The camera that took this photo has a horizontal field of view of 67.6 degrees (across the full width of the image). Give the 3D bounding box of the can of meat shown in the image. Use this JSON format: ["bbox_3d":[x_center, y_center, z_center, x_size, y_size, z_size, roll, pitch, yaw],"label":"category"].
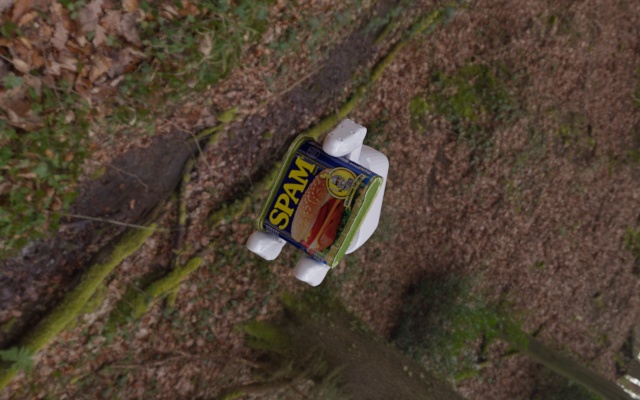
[{"bbox_3d":[0.000,0.002,0.452,0.084,0.102,0.057,29,13,14],"label":"can of meat"}]
